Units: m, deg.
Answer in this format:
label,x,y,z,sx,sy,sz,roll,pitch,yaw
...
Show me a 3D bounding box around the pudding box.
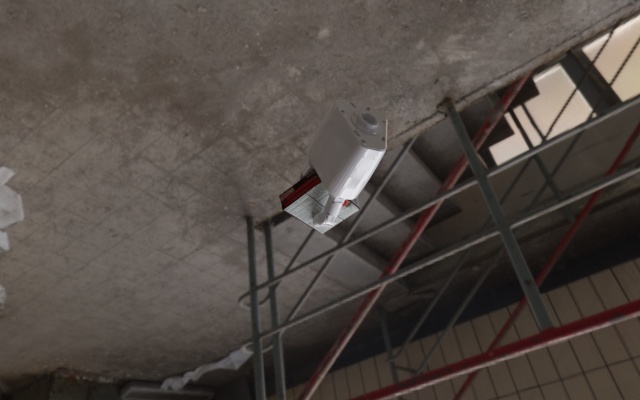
label,x,y,z,sx,sy,sz,roll,pitch,yaw
pudding box,0.000,0.003,0.809,0.090,0.039,0.113,-34,-46,22
